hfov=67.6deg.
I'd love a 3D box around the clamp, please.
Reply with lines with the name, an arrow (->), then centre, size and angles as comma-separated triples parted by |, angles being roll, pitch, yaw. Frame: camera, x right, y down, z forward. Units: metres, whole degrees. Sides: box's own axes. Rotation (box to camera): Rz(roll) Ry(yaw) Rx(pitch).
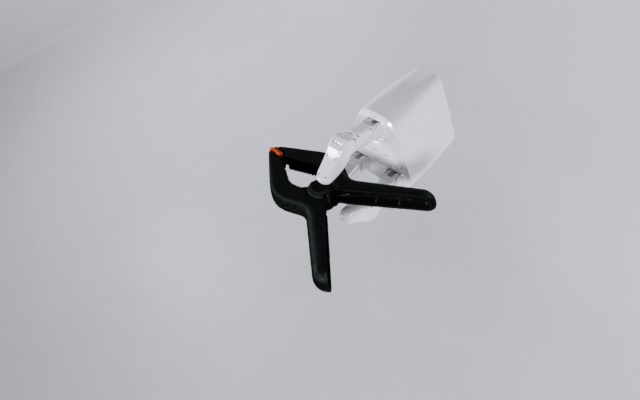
clamp -> 0.000, 0.001, 0.544 | 0.210, 0.036, 0.164 | 33, 60, 32
